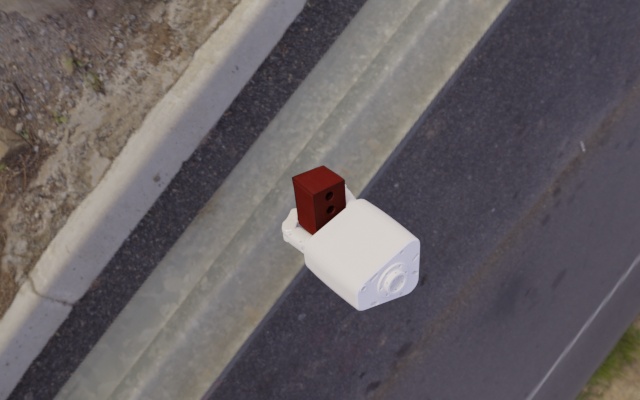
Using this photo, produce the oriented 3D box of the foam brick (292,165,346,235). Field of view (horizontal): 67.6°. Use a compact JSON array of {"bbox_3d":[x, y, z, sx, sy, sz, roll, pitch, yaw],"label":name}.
[{"bbox_3d":[0.000,0.002,0.643,0.053,0.078,0.051,-25,39,-25],"label":"foam brick"}]
